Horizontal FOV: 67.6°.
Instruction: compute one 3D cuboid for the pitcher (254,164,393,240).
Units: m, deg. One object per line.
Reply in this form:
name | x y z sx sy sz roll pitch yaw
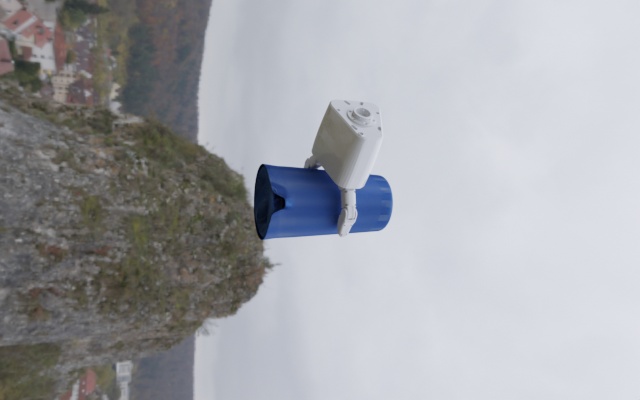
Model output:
pitcher | 0.000 0.003 0.883 0.243 0.145 0.149 1 44 -20
